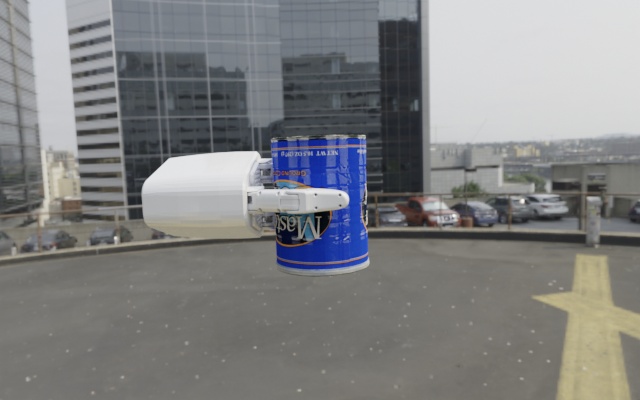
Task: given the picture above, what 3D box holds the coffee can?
[{"bbox_3d":[0.000,0.002,0.519,0.103,0.140,0.103,-2,6,0],"label":"coffee can"}]
